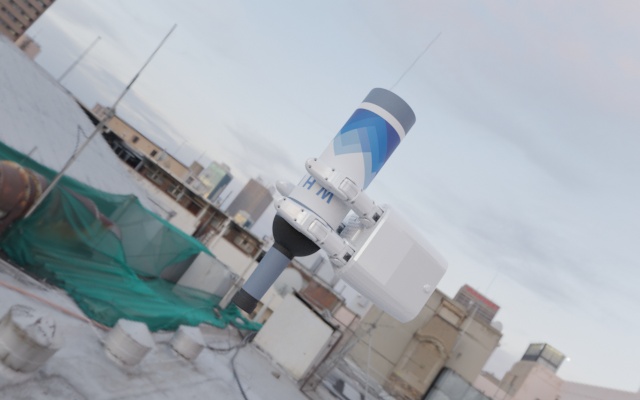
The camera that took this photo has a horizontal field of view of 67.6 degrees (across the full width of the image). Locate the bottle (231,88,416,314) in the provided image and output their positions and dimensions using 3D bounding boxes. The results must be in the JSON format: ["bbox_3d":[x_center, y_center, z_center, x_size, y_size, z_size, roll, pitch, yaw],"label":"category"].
[{"bbox_3d":[0.000,0.002,0.549,0.069,0.295,0.069,36,-11,8],"label":"bottle"}]
